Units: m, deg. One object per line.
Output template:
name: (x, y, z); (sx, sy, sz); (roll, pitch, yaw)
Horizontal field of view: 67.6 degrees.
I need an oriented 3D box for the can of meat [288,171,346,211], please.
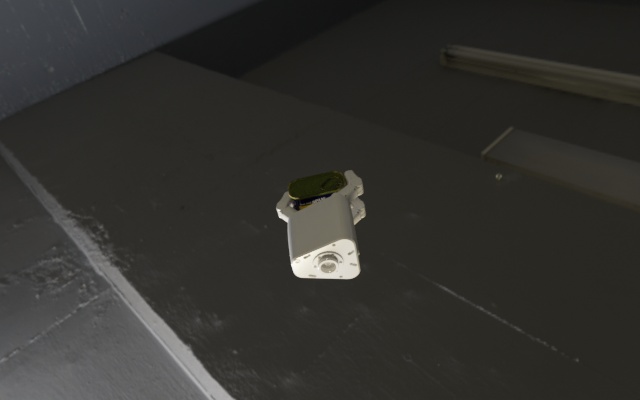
can of meat: (0.000, 0.003, 0.863); (0.102, 0.084, 0.057); (-13, 37, 1)
